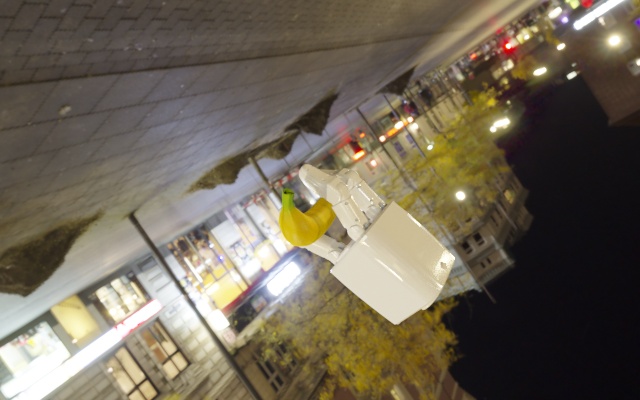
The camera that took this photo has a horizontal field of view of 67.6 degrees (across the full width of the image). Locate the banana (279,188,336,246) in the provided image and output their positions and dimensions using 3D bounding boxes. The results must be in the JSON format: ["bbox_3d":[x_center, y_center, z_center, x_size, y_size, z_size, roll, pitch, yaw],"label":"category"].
[{"bbox_3d":[-0.008,0.019,0.581,0.037,0.069,0.198,25,10,13],"label":"banana"}]
